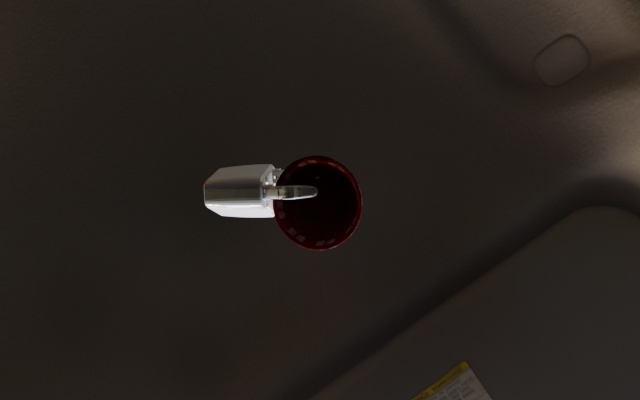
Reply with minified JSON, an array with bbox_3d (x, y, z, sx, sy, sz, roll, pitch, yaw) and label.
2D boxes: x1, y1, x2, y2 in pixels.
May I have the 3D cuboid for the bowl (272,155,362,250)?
[{"bbox_3d":[0.002,0.003,0.834,0.162,0.162,0.055,0,4,19],"label":"bowl"}]
